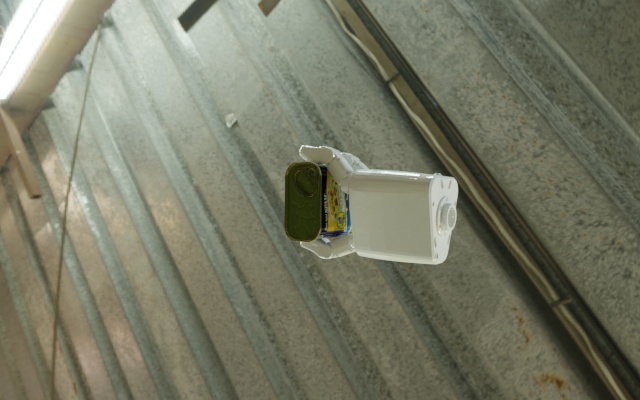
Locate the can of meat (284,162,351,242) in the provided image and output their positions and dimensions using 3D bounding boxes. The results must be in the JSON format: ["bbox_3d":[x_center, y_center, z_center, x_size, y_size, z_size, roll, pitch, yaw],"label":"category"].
[{"bbox_3d":[0.000,0.002,0.640,0.057,0.102,0.084,0,0,35],"label":"can of meat"}]
